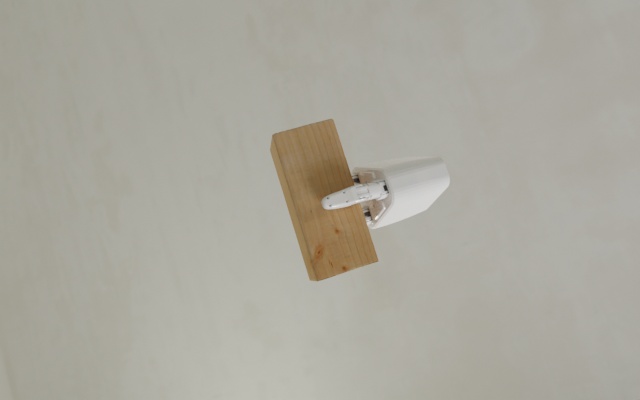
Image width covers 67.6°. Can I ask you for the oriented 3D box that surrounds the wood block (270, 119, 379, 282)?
[{"bbox_3d":[0.001,0.002,0.681,0.090,0.206,0.091,-17,-6,-11],"label":"wood block"}]
